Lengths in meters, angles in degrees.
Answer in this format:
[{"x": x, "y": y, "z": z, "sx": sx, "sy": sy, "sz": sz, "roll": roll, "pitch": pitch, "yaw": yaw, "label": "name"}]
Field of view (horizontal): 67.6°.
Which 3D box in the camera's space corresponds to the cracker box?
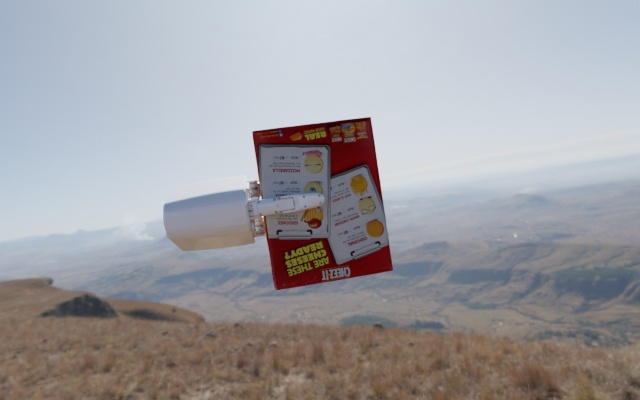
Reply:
[{"x": 0.000, "y": 0.002, "z": 0.666, "sx": 0.164, "sy": 0.213, "sz": 0.072, "roll": -8, "pitch": 0, "yaw": -7, "label": "cracker box"}]
